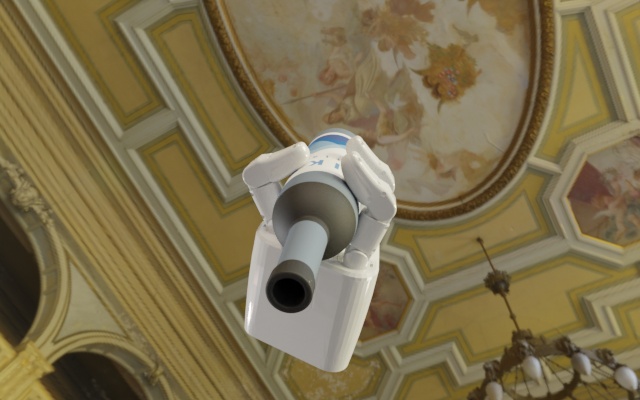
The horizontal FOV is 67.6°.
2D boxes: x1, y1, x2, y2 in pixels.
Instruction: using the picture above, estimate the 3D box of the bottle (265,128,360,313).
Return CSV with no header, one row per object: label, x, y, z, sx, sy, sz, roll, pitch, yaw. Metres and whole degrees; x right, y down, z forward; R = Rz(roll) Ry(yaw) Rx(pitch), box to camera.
bottle,0.000,0.001,0.404,0.069,0.069,0.295,0,20,7
